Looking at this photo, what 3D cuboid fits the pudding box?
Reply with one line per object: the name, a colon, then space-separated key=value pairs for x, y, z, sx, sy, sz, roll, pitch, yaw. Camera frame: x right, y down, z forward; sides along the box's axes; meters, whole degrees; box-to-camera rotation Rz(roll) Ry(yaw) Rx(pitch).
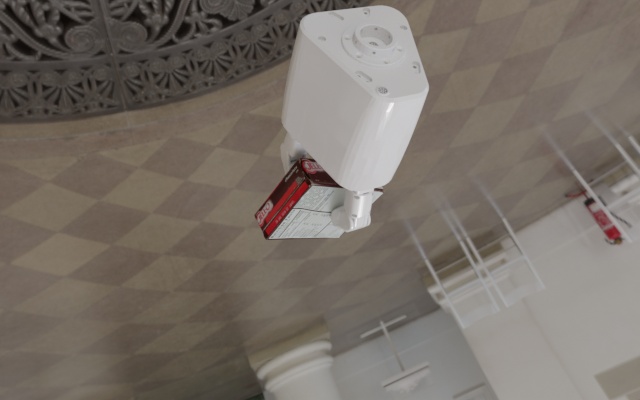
pudding box: x=0.000 y=0.002 z=0.505 sx=0.113 sy=0.039 sz=0.090 roll=5 pitch=-42 yaw=-43
